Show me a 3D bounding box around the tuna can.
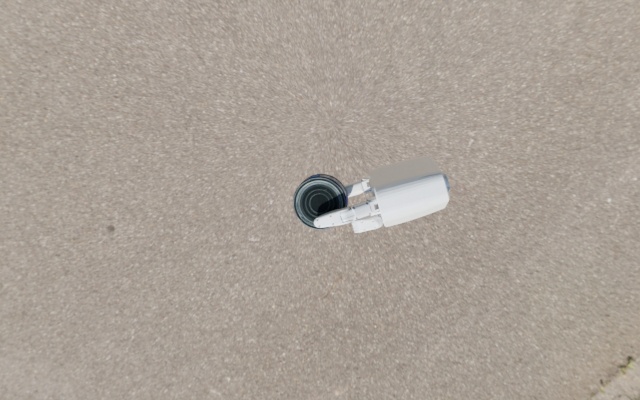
[{"bbox_3d":[0.000,0.003,0.751,0.086,0.086,0.033,0,11,7],"label":"tuna can"}]
